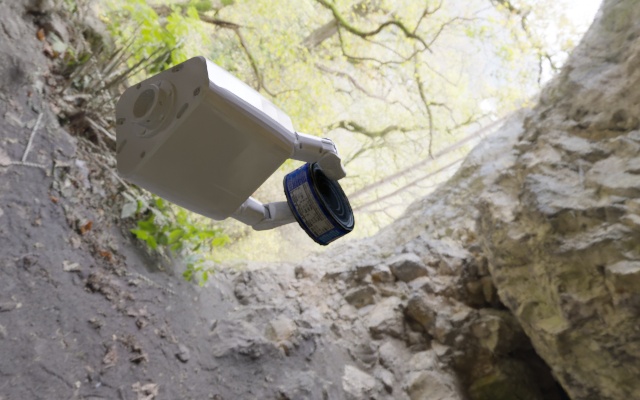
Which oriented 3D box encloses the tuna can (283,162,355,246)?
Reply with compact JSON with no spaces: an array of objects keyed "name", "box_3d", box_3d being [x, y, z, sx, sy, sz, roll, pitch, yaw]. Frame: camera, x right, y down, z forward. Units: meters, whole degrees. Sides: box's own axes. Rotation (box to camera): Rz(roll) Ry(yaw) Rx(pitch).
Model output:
[{"name":"tuna can","box_3d":[0.001,0.001,0.491,0.034,0.086,0.086,-30,-10,18]}]
